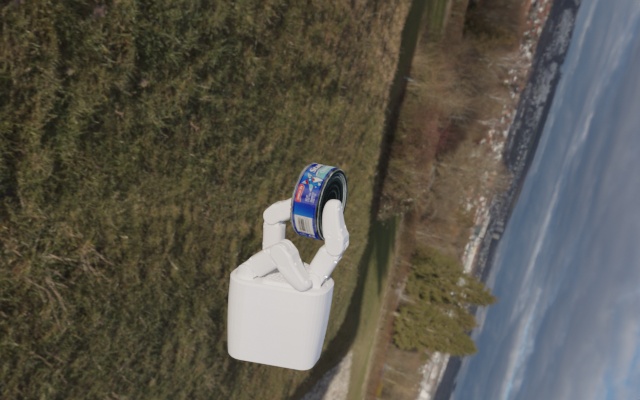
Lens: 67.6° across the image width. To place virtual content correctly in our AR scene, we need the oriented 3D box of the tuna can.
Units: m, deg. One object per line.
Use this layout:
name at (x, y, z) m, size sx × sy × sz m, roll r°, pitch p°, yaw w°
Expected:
tuna can at (0.001, 0.002, 0.545) m, size 0.034 × 0.086 × 0.086 m, roll 12°, pitch 5°, yaw 23°
